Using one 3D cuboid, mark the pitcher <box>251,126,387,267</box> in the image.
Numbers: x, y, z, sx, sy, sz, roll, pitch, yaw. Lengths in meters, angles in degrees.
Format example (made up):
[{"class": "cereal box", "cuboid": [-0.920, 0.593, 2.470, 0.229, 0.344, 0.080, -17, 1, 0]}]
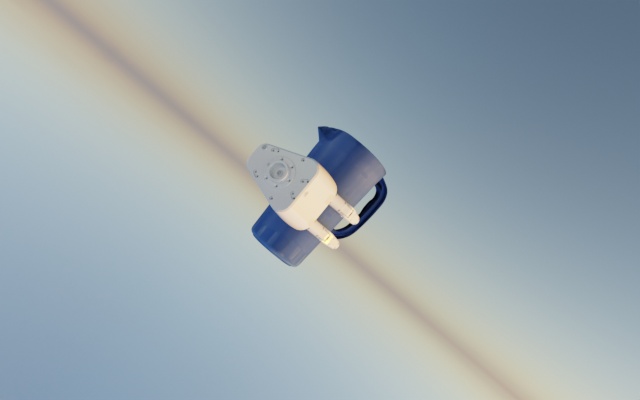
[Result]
[{"class": "pitcher", "cuboid": [0.000, 0.003, 0.854, 0.149, 0.243, 0.145, 39, -3, 20]}]
